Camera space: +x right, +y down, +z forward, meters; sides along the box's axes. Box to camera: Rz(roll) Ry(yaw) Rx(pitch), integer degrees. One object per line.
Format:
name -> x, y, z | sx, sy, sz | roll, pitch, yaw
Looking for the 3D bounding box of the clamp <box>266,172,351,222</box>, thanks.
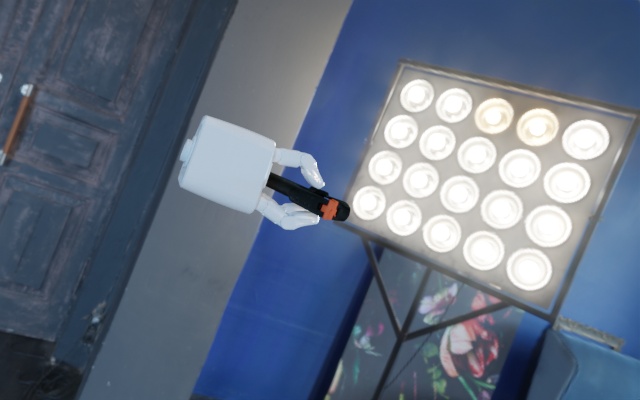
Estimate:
clamp -> 0.000, 0.002, 0.731 | 0.164, 0.036, 0.210 | 20, 3, -21
